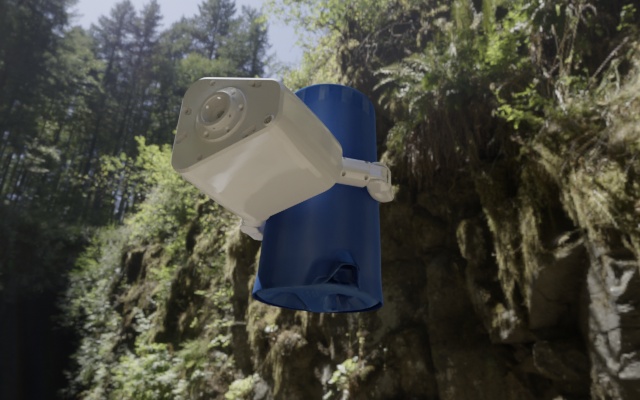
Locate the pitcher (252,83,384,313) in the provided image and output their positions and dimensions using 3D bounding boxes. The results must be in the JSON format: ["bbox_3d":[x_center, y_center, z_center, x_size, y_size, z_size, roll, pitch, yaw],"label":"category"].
[{"bbox_3d":[0.000,0.002,0.538,0.149,0.242,0.145,-8,-26,26],"label":"pitcher"}]
